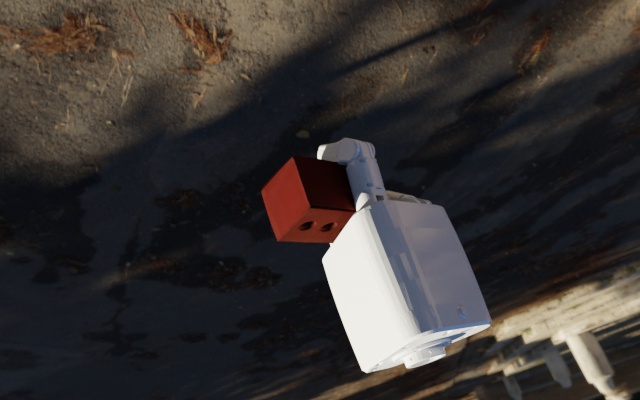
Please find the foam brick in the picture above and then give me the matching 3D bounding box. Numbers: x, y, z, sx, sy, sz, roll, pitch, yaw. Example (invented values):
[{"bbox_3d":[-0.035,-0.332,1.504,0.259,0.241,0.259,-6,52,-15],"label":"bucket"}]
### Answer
[{"bbox_3d":[0.000,0.001,0.404,0.078,0.051,0.053,5,-35,-38],"label":"foam brick"}]
